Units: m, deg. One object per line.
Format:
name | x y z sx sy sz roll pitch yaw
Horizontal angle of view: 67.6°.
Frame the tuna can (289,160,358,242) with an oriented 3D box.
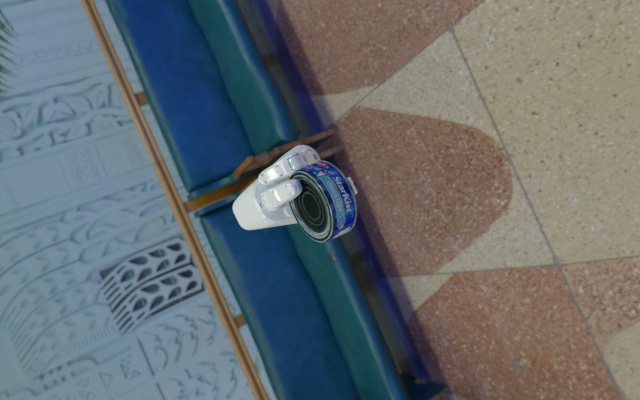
tuna can | 0.000 0.002 0.523 0.033 0.086 0.086 -24 13 -31
